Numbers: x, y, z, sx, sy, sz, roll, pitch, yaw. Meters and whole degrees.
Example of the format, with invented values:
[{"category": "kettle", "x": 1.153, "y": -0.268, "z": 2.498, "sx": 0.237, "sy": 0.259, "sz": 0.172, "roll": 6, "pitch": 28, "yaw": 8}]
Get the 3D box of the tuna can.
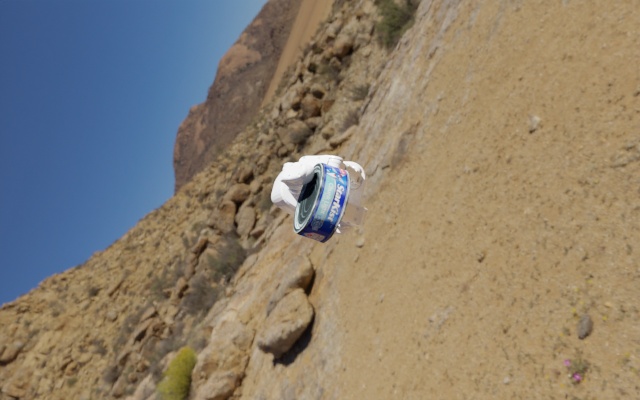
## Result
[{"category": "tuna can", "x": 0.000, "y": 0.002, "z": 0.532, "sx": 0.034, "sy": 0.086, "sz": 0.086, "roll": 19, "pitch": -5, "yaw": -15}]
